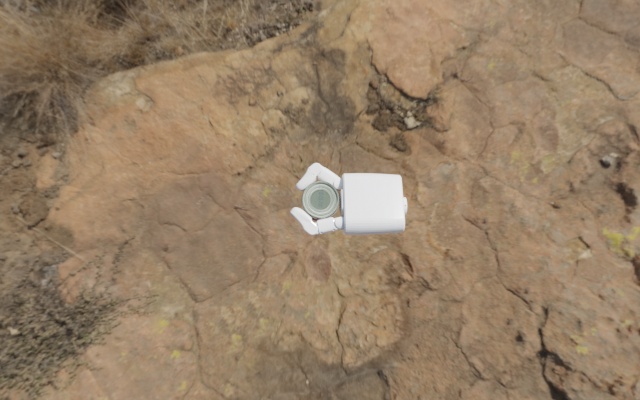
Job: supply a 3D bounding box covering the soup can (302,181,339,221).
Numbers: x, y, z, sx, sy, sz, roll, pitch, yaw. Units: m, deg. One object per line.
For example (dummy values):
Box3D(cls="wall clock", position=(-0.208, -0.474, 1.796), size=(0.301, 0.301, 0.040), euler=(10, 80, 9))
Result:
Box3D(cls="soup can", position=(0.000, 0.003, 0.876), size=(0.068, 0.068, 0.102), euler=(0, -5, 0))
